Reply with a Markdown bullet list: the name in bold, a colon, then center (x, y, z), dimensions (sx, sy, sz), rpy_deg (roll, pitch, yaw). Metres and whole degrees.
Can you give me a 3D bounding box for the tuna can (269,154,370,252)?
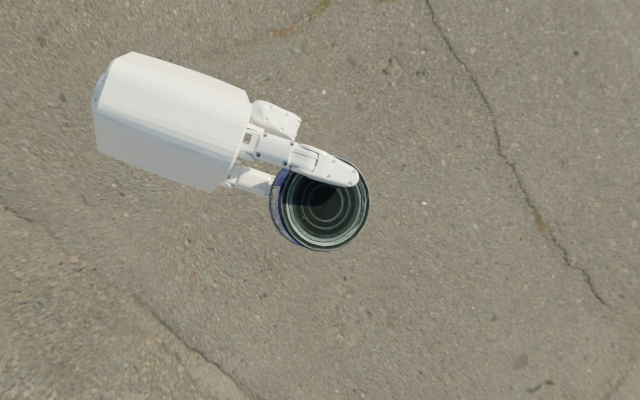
- **tuna can**: center (0.000, 0.001, 0.420), dimensions (0.086, 0.086, 0.034), rpy_deg (0, 3, -21)
